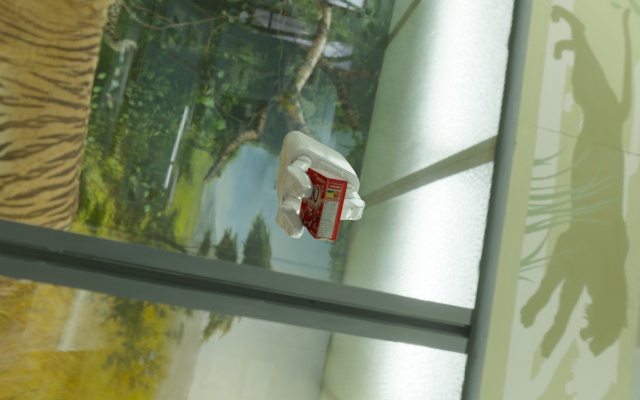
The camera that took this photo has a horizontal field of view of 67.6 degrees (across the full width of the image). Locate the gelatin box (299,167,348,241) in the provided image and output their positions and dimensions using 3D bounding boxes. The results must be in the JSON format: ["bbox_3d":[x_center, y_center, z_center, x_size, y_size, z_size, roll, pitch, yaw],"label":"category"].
[{"bbox_3d":[0.001,0.002,0.587,0.030,0.073,0.089,9,10,-18],"label":"gelatin box"}]
